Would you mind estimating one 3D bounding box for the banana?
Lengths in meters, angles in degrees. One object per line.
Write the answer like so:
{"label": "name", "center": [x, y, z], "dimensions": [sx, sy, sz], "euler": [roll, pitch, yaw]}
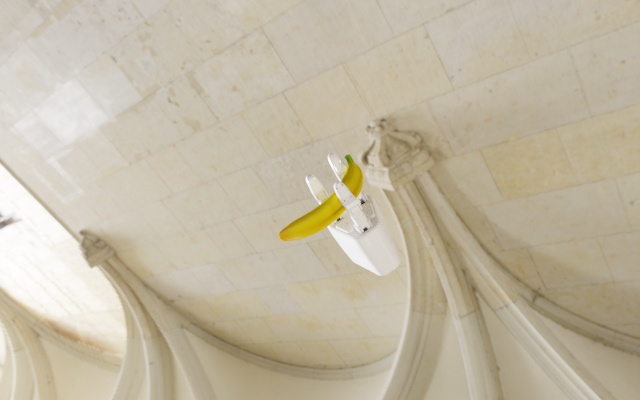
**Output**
{"label": "banana", "center": [0.015, 0.005, 0.805], "dimensions": [0.069, 0.197, 0.037], "euler": [22, -28, 45]}
